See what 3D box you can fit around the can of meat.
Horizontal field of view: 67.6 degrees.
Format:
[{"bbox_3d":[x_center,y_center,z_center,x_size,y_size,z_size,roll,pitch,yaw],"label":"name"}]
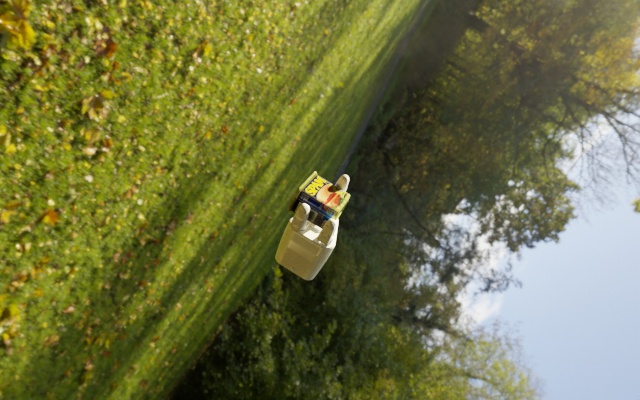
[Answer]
[{"bbox_3d":[0.000,0.003,0.889,0.084,0.057,0.102,32,33,6],"label":"can of meat"}]
